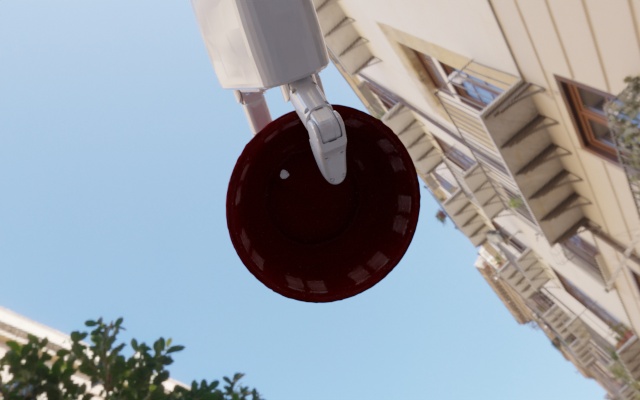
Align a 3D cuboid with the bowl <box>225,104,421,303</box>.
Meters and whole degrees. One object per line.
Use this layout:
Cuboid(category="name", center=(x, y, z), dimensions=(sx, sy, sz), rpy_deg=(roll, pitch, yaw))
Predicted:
Cuboid(category="bowl", center=(0.000, 0.003, 0.407), dimensions=(0.162, 0.162, 0.055), rpy_deg=(0, 8, -14))
